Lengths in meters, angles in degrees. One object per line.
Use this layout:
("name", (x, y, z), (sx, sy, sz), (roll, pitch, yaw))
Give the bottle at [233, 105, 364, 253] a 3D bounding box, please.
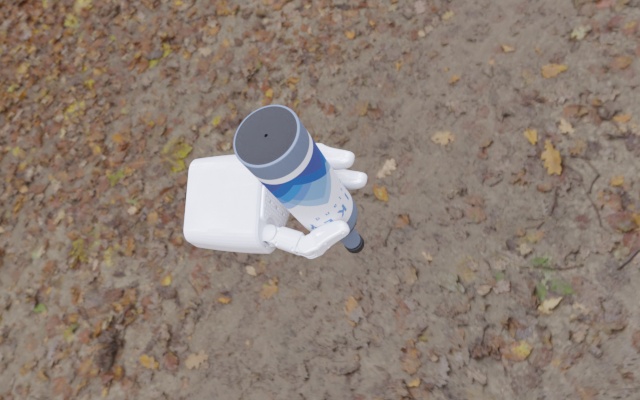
("bottle", (0.000, 0.002, 0.554), (0.069, 0.069, 0.296), (0, -24, 22))
